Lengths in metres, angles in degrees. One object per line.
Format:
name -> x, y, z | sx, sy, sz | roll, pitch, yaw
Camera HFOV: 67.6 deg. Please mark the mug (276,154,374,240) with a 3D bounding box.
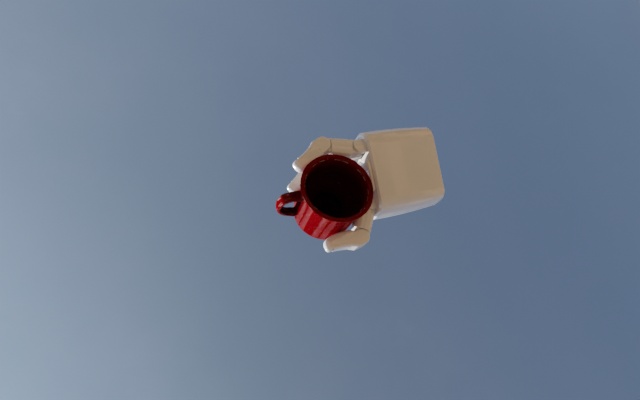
mug -> -0.001, 0.002, 0.612 | 0.117, 0.093, 0.081 | -9, -22, -19
